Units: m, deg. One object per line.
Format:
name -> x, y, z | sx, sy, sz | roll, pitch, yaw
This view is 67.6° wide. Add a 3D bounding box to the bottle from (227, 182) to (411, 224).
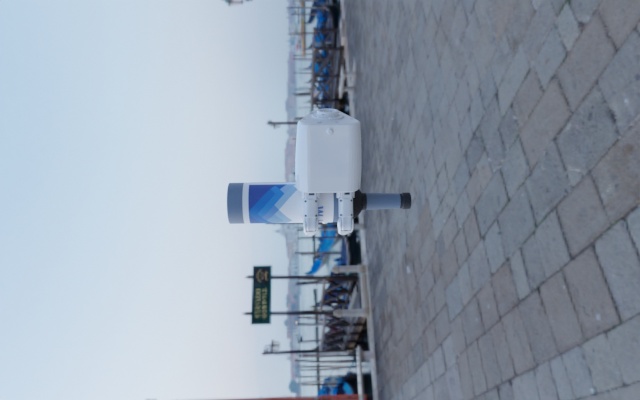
bottle -> 0.000, 0.003, 0.779 | 0.296, 0.069, 0.069 | -1, 0, -3
